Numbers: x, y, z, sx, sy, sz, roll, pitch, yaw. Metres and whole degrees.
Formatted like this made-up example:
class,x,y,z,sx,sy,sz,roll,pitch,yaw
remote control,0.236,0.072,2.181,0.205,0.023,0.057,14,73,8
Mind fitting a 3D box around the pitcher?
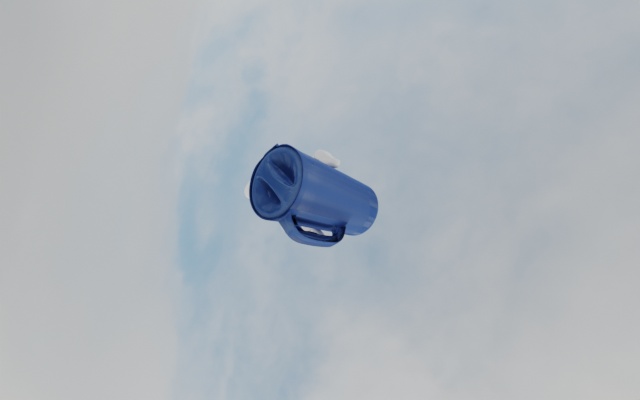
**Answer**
class,x,y,z,sx,sy,sz,roll,pitch,yaw
pitcher,0.000,0.003,0.881,0.243,0.149,0.145,19,1,-45
